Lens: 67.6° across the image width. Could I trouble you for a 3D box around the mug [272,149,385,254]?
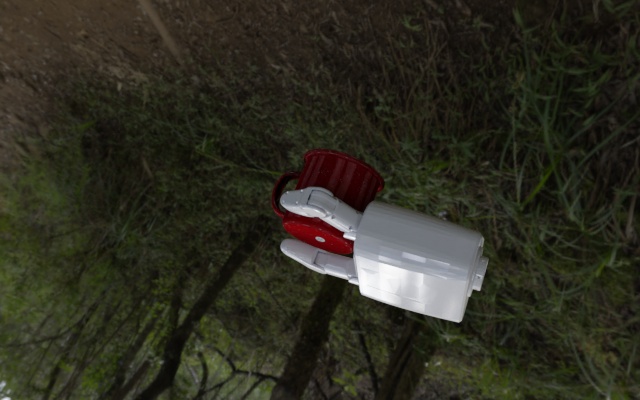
[{"bbox_3d":[-0.001,0.001,0.506,0.117,0.081,0.093,14,-20,22],"label":"mug"}]
